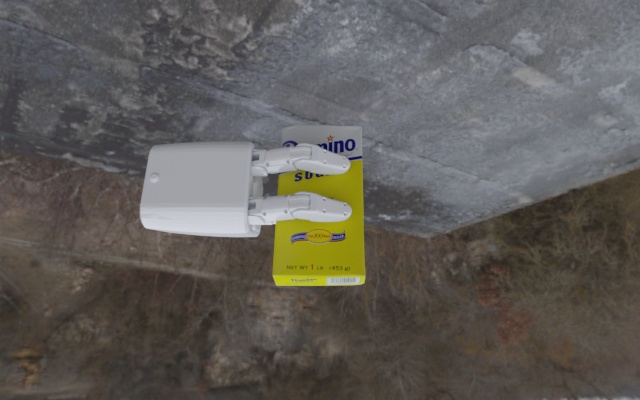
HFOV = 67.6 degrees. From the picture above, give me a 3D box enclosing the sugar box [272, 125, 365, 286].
[{"bbox_3d":[0.000,0.002,0.514,0.093,0.176,0.048,0,-23,0],"label":"sugar box"}]
